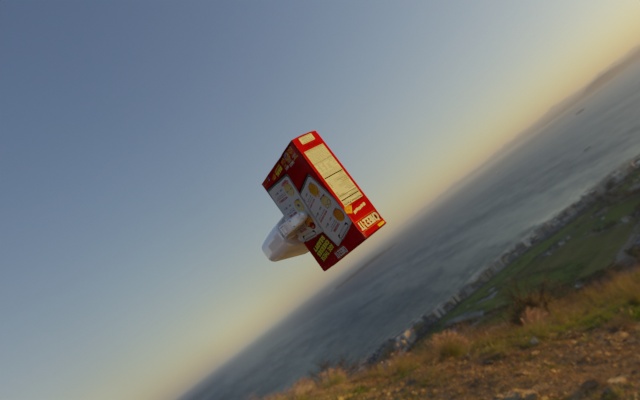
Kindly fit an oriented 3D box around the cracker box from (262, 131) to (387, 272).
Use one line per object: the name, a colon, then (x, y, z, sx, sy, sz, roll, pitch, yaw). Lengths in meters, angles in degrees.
cracker box: (0.000, 0.003, 0.882, 0.072, 0.213, 0.164, -31, -10, -37)
